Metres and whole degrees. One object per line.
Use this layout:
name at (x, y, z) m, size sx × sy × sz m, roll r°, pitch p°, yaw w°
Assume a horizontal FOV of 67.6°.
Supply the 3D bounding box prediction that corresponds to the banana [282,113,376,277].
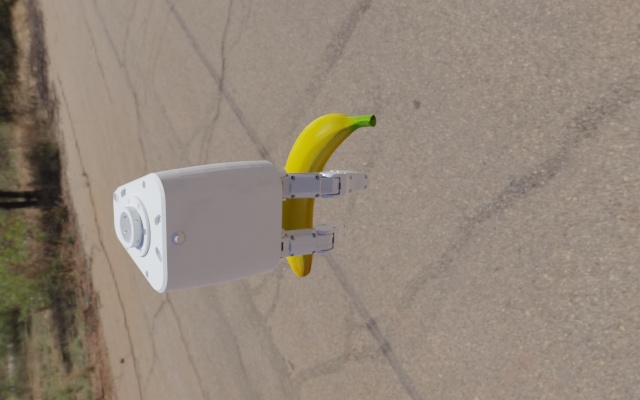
banana at (-0.011, -0.011, 0.493) m, size 0.069 × 0.198 × 0.037 m, roll 39°, pitch 33°, yaw 30°
